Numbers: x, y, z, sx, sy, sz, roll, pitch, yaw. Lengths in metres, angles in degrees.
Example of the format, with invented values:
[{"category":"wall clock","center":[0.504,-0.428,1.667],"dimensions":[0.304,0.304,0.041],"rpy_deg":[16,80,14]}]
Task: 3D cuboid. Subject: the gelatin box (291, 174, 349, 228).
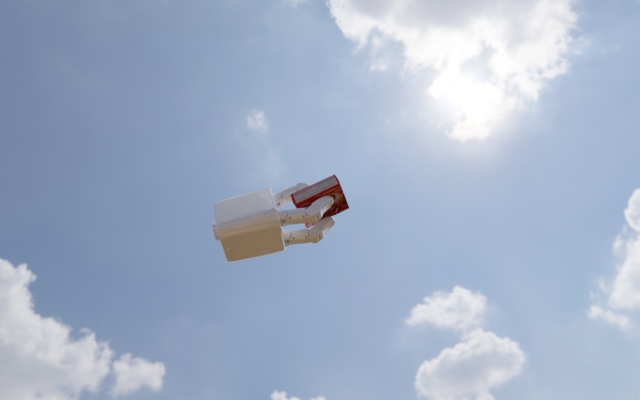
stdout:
[{"category":"gelatin box","center":[0.000,0.002,0.856],"dimensions":[0.089,0.030,0.073],"rpy_deg":[-25,-42,-1]}]
